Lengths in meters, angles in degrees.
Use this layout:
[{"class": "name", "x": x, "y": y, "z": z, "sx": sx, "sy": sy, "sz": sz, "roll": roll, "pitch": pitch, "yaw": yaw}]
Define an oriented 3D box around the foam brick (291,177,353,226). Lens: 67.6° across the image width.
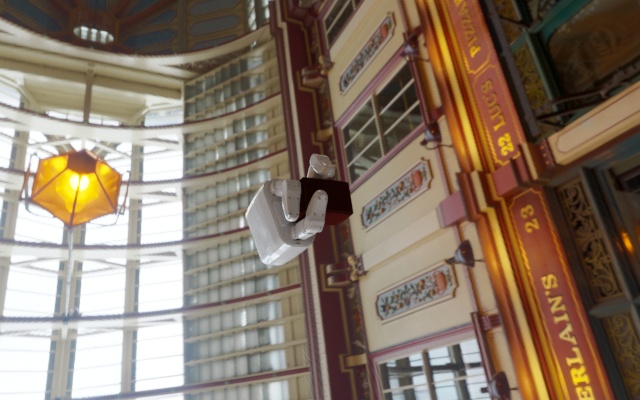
[{"class": "foam brick", "x": 0.000, "y": 0.002, "z": 0.702, "sx": 0.078, "sy": 0.053, "sz": 0.051, "roll": 6, "pitch": -27, "yaw": -25}]
